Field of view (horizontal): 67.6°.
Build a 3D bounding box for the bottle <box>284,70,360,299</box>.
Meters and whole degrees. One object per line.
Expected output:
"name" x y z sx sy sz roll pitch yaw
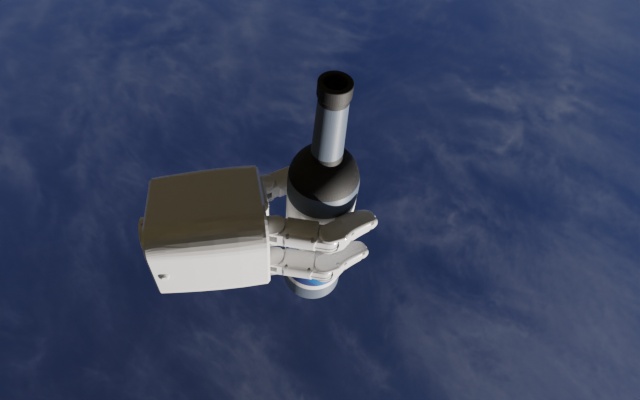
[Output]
"bottle" 0.000 0.002 0.466 0.069 0.069 0.296 0 -37 -5
